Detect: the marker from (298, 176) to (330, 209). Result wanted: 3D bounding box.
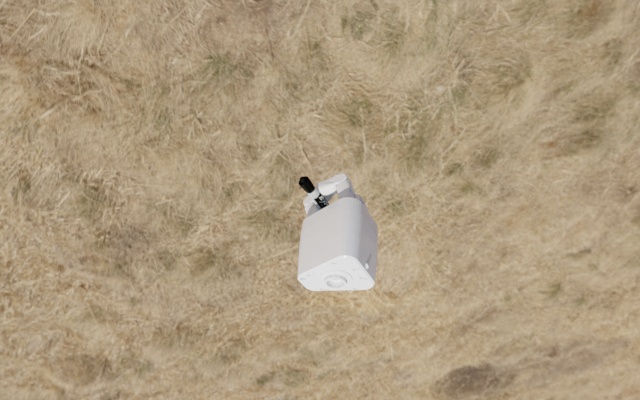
[{"bbox_3d":[0.000,0.002,0.774,0.020,0.020,0.121,0,-37,37],"label":"marker"}]
